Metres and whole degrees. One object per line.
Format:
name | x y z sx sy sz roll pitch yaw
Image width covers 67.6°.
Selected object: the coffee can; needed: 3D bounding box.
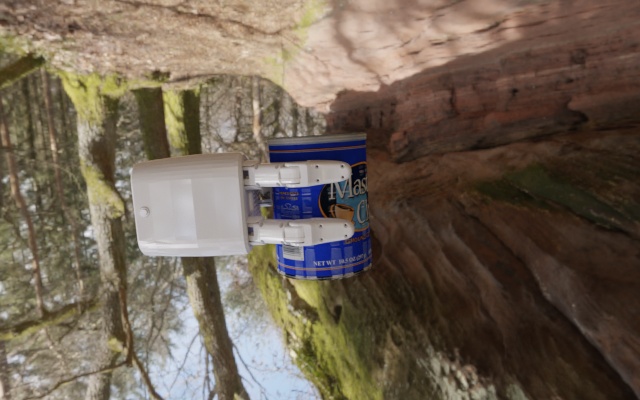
coffee can | 0.000 0.001 0.503 0.103 0.140 0.103 -3 8 0
